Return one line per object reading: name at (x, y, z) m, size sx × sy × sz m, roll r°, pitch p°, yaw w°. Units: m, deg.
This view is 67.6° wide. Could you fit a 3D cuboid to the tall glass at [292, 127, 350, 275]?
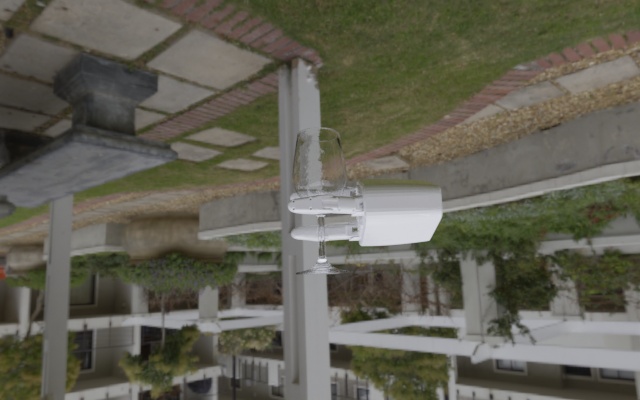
tall glass at (0.000, 0.003, 0.673) m, size 0.079 × 0.201 × 0.079 m, roll -2°, pitch -10°, yaw 0°
